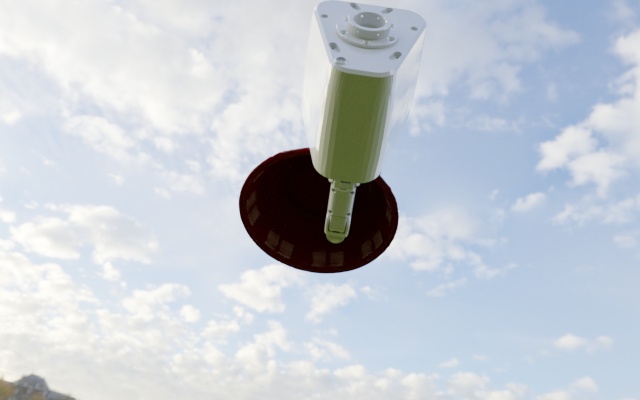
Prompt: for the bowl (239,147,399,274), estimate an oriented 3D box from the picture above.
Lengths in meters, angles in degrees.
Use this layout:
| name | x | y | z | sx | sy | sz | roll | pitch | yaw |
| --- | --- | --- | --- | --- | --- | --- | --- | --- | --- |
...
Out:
| name | x | y | z | sx | sy | sz | roll | pitch | yaw |
| --- | --- | --- | --- | --- | --- | --- | --- | --- | --- |
| bowl | 0.000 | 0.002 | 0.500 | 0.162 | 0.162 | 0.055 | 0 | 37 | 9 |
